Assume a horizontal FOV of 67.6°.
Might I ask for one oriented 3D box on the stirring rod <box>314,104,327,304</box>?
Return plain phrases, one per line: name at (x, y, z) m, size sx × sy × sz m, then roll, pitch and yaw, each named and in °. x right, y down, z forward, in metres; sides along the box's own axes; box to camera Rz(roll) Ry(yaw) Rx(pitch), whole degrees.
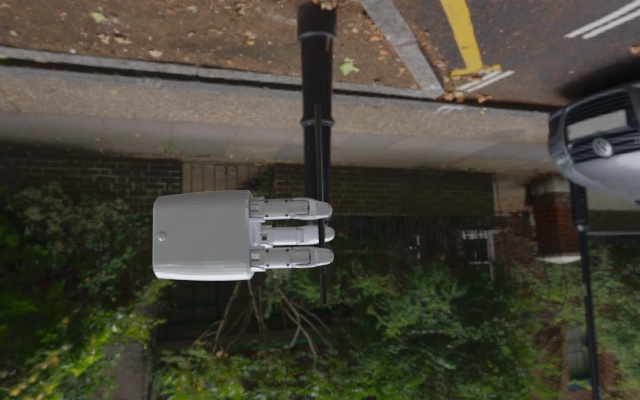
stirring rod at (0.000, 0.002, 0.574) m, size 0.011 × 0.239 × 0.011 m, roll -2°, pitch -6°, yaw 0°
